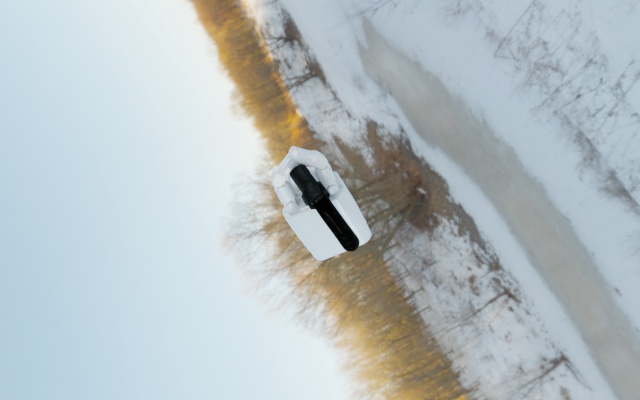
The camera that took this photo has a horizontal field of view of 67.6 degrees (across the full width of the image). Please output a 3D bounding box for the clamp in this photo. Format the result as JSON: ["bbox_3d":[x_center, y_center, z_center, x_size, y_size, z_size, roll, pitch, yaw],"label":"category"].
[{"bbox_3d":[-0.001,0.002,0.688,0.039,0.120,0.171,-32,27,2],"label":"clamp"}]
